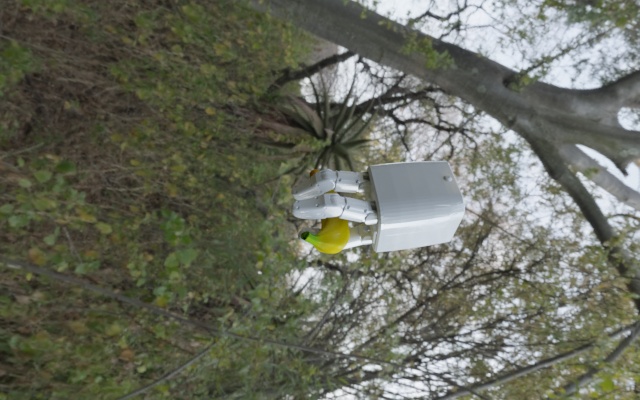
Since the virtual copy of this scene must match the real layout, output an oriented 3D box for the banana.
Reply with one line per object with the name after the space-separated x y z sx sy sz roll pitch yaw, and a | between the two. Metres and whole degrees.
0.010 0.018 0.636 0.037 0.070 0.197 -30 21 13 | banana
